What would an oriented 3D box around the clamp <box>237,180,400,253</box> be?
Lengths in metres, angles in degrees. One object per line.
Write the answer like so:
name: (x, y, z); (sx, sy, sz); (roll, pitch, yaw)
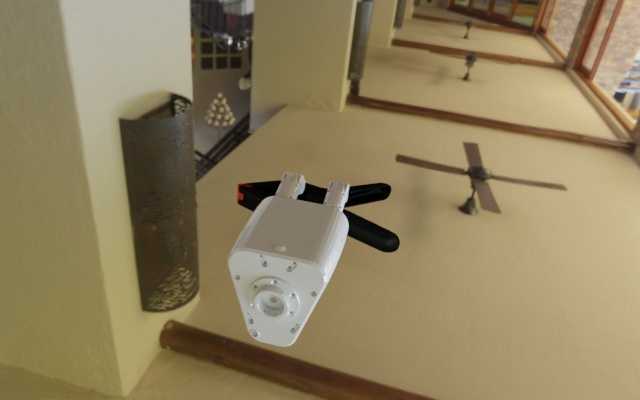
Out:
clamp: (-0.001, 0.003, 0.615); (0.210, 0.036, 0.164); (11, 24, 7)
